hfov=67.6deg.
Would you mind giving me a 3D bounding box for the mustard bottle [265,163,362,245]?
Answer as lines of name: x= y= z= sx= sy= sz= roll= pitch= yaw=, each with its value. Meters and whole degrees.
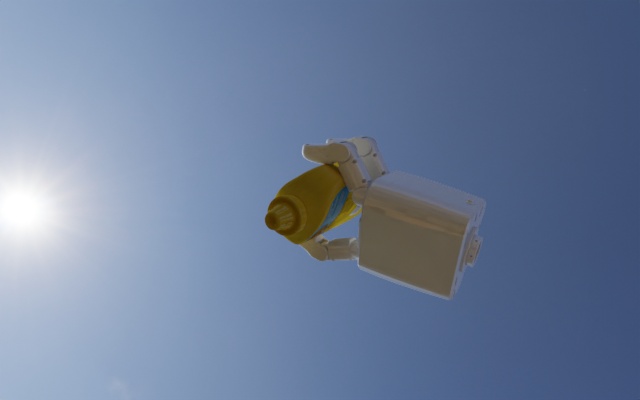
mustard bottle: x=0.000 y=0.002 z=0.533 sx=0.058 sy=0.096 sz=0.191 roll=42 pitch=28 yaw=14
